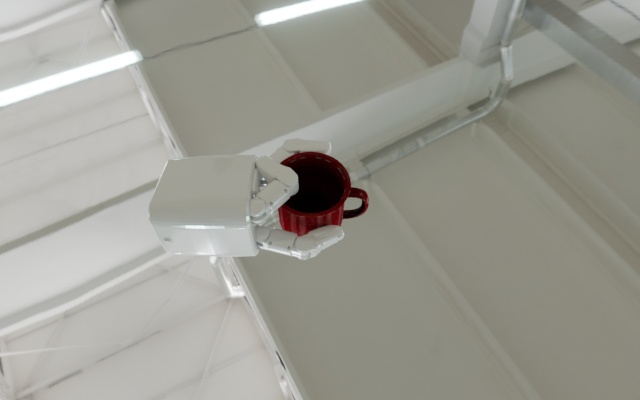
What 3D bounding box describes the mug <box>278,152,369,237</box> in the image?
[{"bbox_3d":[0.002,0.002,0.583,0.117,0.093,0.082,0,-34,-1],"label":"mug"}]
